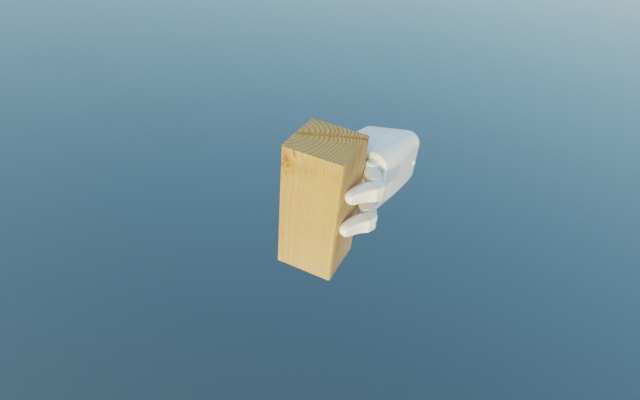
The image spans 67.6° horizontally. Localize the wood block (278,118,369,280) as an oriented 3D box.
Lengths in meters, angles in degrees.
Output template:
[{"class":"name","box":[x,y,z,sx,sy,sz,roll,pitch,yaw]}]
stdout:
[{"class":"wood block","box":[0.000,0.002,0.685,0.091,0.206,0.090,20,40,18]}]
